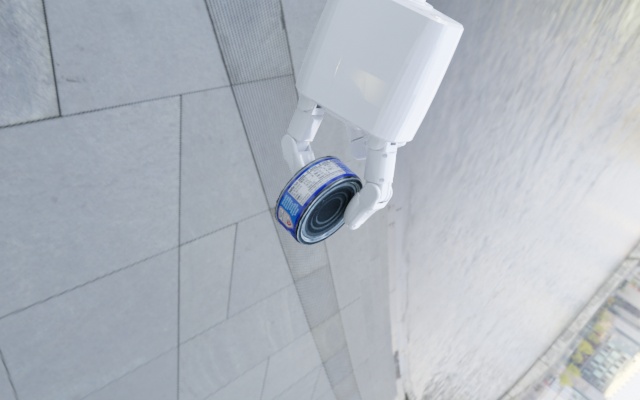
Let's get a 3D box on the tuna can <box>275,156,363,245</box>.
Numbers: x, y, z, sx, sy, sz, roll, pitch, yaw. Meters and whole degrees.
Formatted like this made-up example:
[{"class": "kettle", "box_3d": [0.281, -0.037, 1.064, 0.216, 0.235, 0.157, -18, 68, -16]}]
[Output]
[{"class": "tuna can", "box_3d": [0.000, 0.002, 0.457, 0.033, 0.086, 0.086, 44, 24, 27]}]
